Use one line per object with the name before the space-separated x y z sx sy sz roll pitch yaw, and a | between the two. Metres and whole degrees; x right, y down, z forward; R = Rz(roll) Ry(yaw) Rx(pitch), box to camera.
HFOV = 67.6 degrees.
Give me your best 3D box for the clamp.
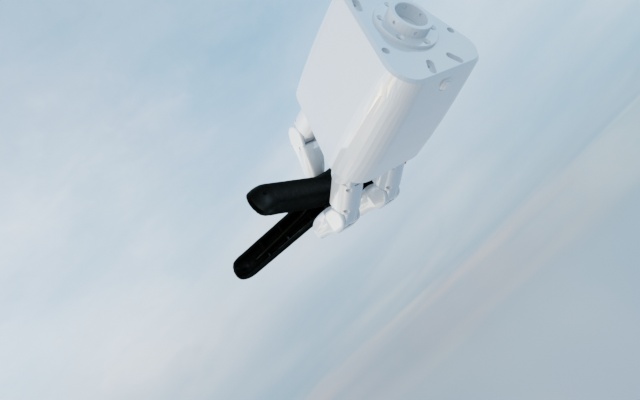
clamp | 0.000 0.001 0.480 0.210 0.036 0.165 -28 -17 -34
